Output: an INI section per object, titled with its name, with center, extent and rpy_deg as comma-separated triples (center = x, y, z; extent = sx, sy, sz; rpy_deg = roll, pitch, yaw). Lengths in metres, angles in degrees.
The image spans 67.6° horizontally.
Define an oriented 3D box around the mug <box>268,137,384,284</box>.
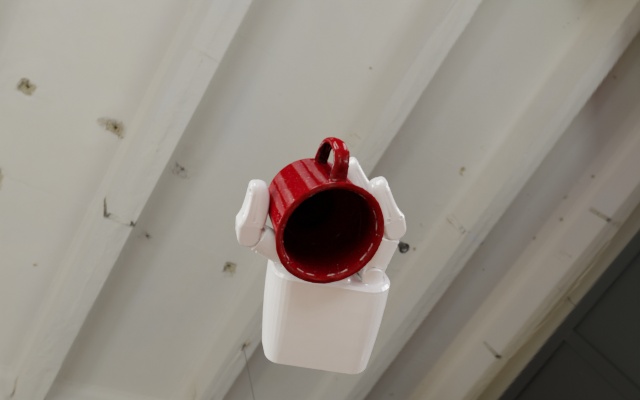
[mug]
center = 0.000, 0.000, 0.417
extent = 0.093, 0.117, 0.081
rpy_deg = 3, 23, -19
